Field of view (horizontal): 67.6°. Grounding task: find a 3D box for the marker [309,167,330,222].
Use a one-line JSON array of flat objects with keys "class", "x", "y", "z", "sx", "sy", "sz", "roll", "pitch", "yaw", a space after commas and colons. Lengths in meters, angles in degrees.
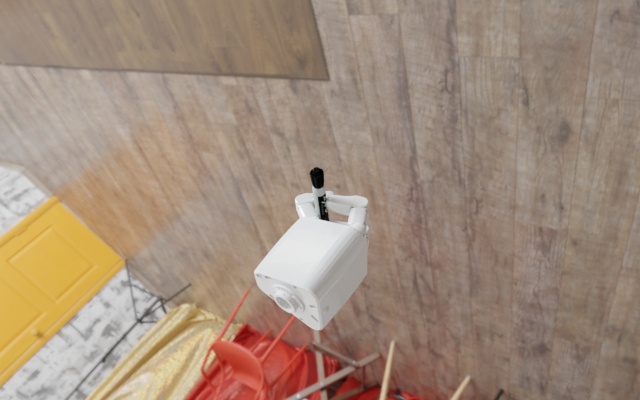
[{"class": "marker", "x": 0.000, "y": 0.002, "z": 0.661, "sx": 0.020, "sy": 0.020, "sz": 0.121, "roll": -4, "pitch": -45, "yaw": 4}]
